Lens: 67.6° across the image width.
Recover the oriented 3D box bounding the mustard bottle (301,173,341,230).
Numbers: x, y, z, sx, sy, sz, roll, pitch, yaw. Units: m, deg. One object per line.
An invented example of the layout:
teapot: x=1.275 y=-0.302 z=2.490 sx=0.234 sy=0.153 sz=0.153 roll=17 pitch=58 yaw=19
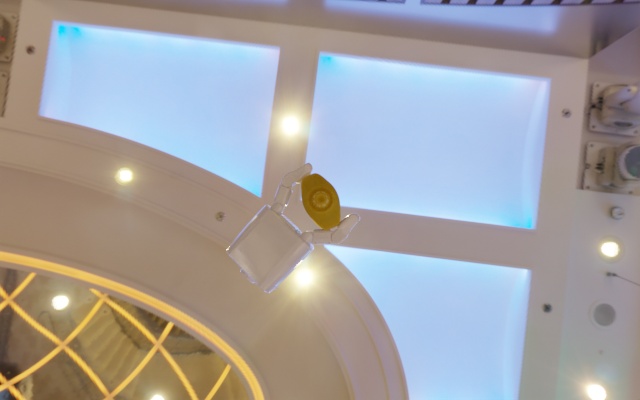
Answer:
mustard bottle: x=0.000 y=0.002 z=0.803 sx=0.058 sy=0.096 sz=0.191 roll=-22 pitch=-3 yaw=-1
